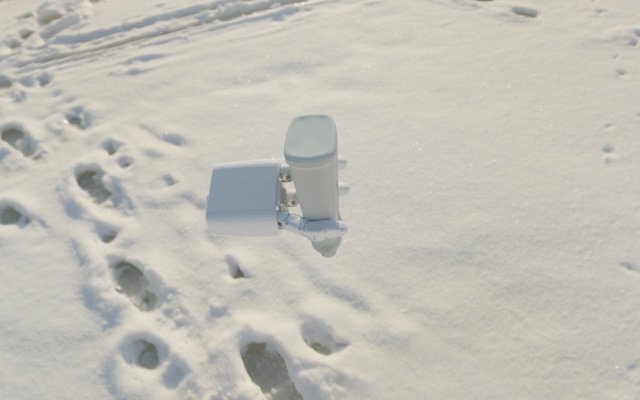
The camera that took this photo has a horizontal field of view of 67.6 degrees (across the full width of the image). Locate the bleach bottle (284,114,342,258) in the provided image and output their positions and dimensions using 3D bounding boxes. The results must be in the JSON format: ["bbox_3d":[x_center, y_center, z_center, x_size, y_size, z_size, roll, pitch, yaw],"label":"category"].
[{"bbox_3d":[0.000,0.002,0.700,0.068,0.102,0.251,-2,-45,6],"label":"bleach bottle"}]
